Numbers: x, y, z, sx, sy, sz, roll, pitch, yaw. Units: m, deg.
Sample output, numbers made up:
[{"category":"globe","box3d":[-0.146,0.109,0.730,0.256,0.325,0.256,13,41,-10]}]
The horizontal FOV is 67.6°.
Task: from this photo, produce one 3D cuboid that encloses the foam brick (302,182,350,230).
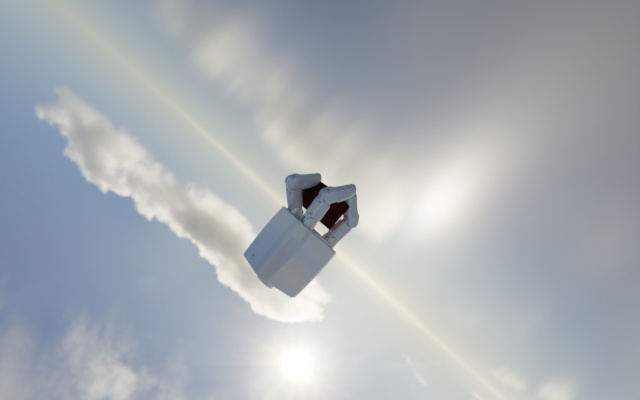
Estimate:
[{"category":"foam brick","box3d":[0.000,0.003,0.794,0.053,0.051,0.078,43,-3,-30]}]
